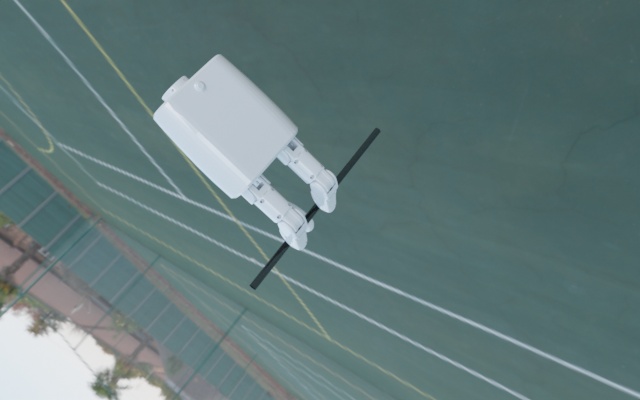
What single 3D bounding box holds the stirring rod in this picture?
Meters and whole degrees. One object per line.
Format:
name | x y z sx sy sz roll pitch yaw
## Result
stirring rod | 0.000 0.002 0.531 0.011 0.239 0.011 32 -24 16
